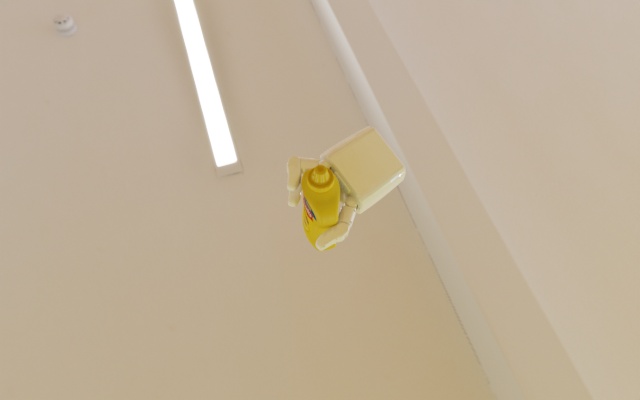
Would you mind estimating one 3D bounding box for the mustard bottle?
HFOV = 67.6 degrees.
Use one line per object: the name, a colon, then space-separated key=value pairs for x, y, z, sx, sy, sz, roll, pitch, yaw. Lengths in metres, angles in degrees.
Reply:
mustard bottle: x=0.000 y=0.003 z=0.773 sx=0.058 sy=0.096 sz=0.192 roll=-12 pitch=-29 yaw=-8
